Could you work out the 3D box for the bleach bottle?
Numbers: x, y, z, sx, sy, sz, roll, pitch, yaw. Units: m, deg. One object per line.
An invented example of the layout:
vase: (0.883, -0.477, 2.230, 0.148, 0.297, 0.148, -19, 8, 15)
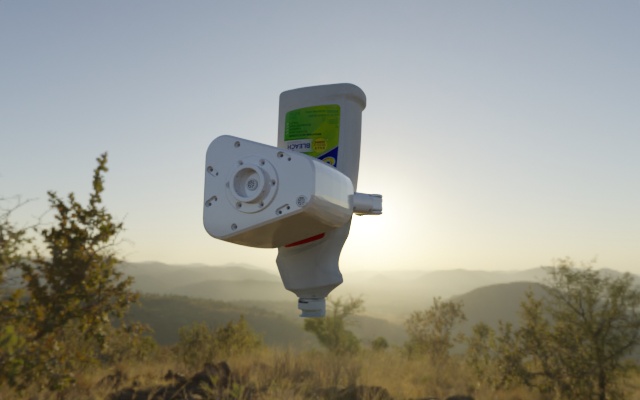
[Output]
bleach bottle: (0.000, 0.002, 0.534, 0.102, 0.251, 0.068, -2, -8, 19)
